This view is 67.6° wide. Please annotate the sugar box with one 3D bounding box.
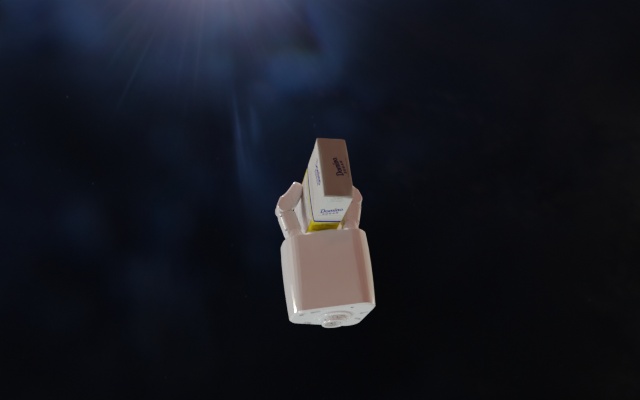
[{"bbox_3d":[0.001,0.002,0.674,0.048,0.093,0.176,3,-31,-16],"label":"sugar box"}]
